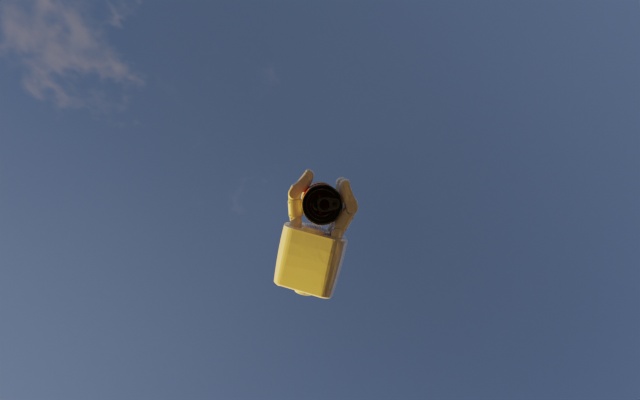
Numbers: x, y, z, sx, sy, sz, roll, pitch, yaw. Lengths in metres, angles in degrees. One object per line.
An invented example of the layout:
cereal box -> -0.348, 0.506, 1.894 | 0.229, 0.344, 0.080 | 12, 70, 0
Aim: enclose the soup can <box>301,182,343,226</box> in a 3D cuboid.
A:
soup can -> 0.000, 0.002, 0.832 | 0.068, 0.068, 0.102 | 0, 6, -4
